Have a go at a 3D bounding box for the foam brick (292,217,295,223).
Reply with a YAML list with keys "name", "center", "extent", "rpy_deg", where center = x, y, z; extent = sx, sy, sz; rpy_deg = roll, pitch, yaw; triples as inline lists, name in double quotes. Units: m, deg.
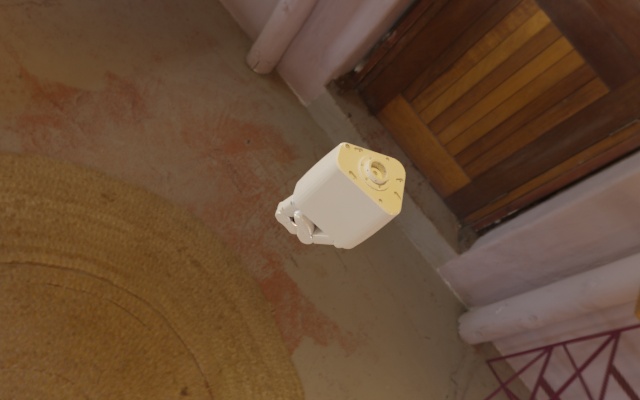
- name: "foam brick"
  center: [0.000, 0.002, 0.705]
  extent: [0.053, 0.078, 0.051]
  rpy_deg: [29, -40, -18]
